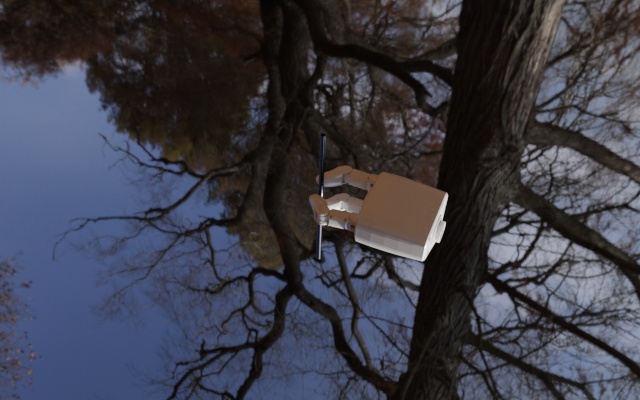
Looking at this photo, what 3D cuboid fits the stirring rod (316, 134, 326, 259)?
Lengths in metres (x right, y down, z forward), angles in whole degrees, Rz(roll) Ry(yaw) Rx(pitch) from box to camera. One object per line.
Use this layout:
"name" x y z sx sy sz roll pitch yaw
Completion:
"stirring rod" 0.000 0.002 0.754 0.011 0.240 0.011 1 37 -1
